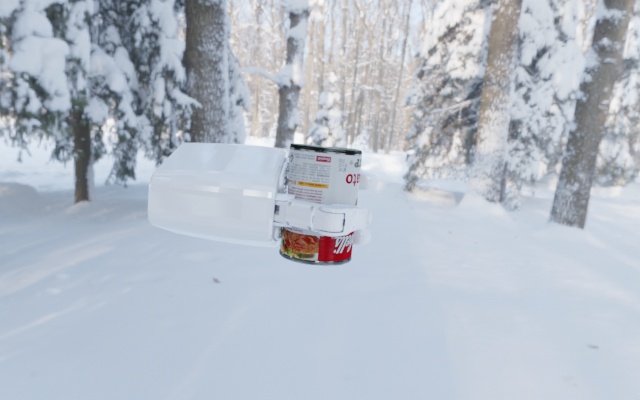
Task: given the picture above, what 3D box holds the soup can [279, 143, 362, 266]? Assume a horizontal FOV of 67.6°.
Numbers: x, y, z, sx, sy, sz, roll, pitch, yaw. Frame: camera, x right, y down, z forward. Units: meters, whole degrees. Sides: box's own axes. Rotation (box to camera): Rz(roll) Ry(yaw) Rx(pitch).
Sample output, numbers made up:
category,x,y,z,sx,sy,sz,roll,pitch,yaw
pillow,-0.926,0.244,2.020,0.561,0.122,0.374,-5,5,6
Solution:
category,x,y,z,sx,sy,sz,roll,pitch,yaw
soup can,0.001,0.001,0.438,0.068,0.102,0.068,6,8,-1
